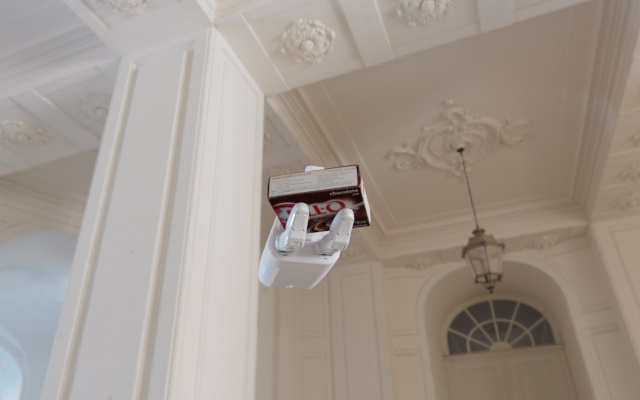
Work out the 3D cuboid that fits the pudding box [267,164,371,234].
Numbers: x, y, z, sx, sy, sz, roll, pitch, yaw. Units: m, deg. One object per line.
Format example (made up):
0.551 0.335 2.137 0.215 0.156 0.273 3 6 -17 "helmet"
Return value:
0.000 0.002 0.587 0.113 0.039 0.090 -9 -34 9 "pudding box"
